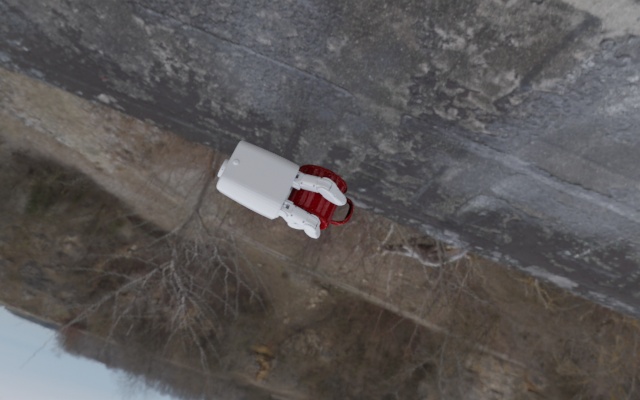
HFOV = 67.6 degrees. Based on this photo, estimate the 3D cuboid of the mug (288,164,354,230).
[{"bbox_3d":[0.001,0.004,0.822,0.117,0.081,0.093,26,-23,-5],"label":"mug"}]
